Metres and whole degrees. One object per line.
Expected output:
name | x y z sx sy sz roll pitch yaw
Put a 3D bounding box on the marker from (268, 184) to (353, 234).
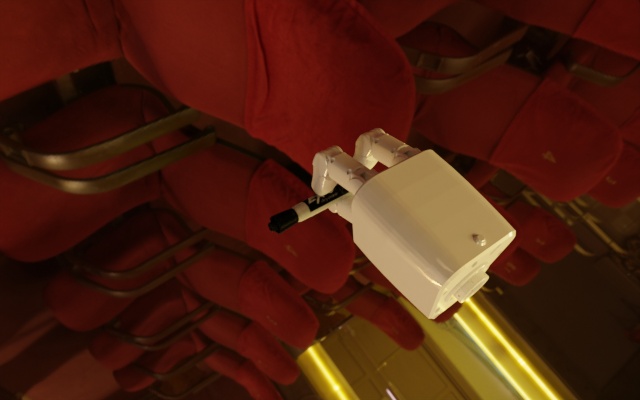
marker | 0.000 0.002 0.481 0.121 0.020 0.020 -27 13 -28
